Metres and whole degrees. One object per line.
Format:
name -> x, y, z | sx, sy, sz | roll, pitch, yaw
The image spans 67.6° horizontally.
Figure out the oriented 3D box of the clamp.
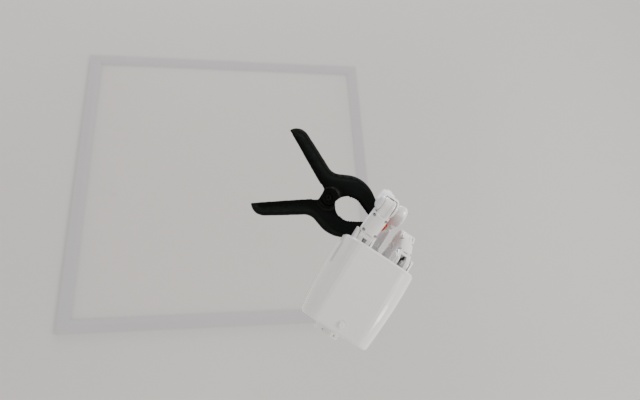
clamp -> 0.000, 0.002, 0.609 | 0.171, 0.120, 0.039 | 37, 7, 4
